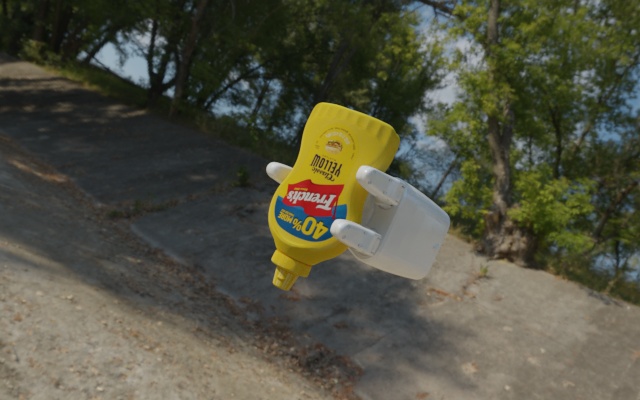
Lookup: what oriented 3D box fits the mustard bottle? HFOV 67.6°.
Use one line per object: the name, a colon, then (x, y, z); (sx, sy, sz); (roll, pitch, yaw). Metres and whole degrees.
mustard bottle: (0.000, 0.001, 0.488); (0.096, 0.191, 0.058); (24, -2, 24)
